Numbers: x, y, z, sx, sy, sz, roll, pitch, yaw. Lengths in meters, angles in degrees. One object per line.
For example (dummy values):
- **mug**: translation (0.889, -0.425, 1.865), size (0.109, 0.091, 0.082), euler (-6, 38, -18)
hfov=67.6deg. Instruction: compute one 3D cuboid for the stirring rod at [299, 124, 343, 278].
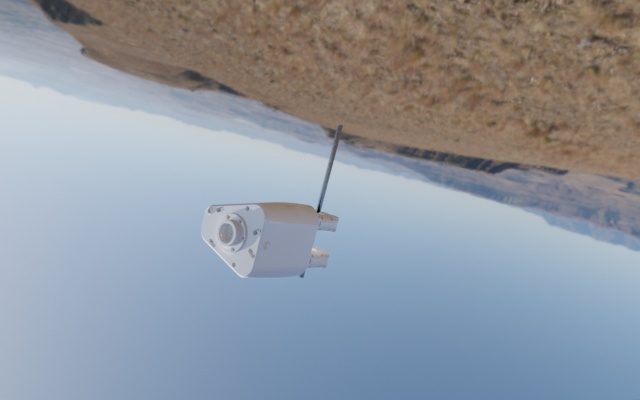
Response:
- **stirring rod**: translation (0.000, 0.002, 0.727), size (0.011, 0.239, 0.011), euler (14, 5, -1)
